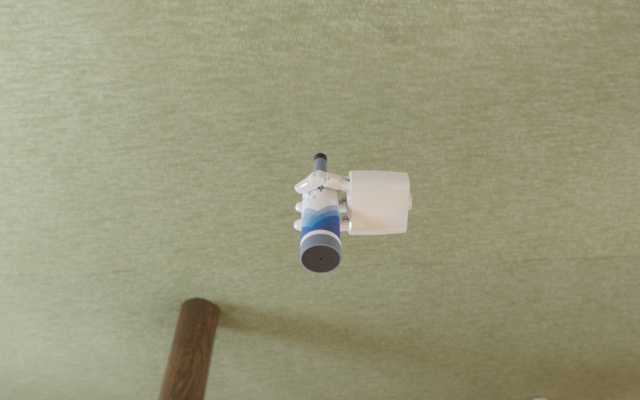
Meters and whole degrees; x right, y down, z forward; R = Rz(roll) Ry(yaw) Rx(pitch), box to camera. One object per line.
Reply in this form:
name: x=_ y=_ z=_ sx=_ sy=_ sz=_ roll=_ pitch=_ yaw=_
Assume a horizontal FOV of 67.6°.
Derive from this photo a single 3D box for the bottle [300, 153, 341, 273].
bottle: x=0.000 y=0.003 z=0.878 sx=0.069 sy=0.069 sz=0.295 roll=0 pitch=38 yaw=0
